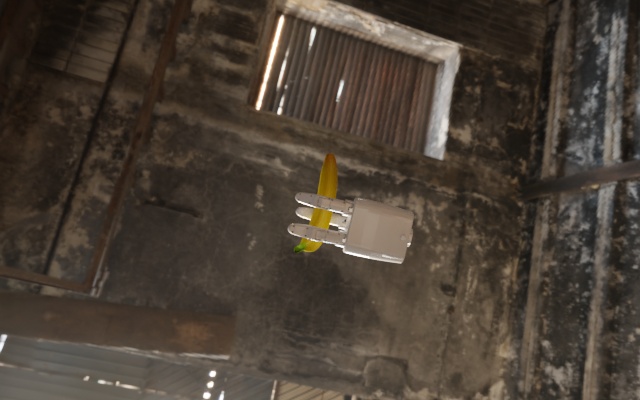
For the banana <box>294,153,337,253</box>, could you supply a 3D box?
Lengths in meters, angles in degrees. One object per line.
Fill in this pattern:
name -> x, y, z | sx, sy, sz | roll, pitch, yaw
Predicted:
banana -> 0.002, 0.013, 0.869 | 0.037, 0.197, 0.070 | 11, -20, 15
